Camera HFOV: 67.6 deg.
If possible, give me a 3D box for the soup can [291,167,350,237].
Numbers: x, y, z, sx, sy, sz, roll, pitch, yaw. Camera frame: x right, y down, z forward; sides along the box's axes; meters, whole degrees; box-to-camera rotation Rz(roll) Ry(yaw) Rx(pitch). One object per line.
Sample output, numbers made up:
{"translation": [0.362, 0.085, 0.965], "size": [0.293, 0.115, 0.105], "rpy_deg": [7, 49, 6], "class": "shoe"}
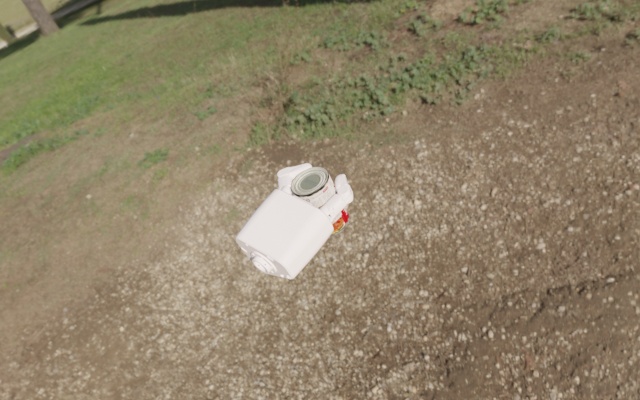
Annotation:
{"translation": [0.000, 0.002, 0.797], "size": [0.068, 0.068, 0.102], "rpy_deg": [0, -43, 30], "class": "soup can"}
